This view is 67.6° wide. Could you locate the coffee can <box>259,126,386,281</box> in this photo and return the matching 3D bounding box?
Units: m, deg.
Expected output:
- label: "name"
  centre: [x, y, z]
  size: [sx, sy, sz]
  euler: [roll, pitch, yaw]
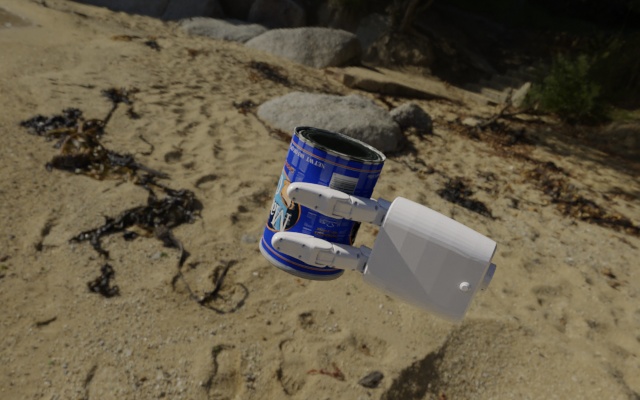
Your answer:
- label: "coffee can"
  centre: [0.000, 0.002, 0.527]
  size: [0.103, 0.140, 0.102]
  euler: [17, 19, -6]
